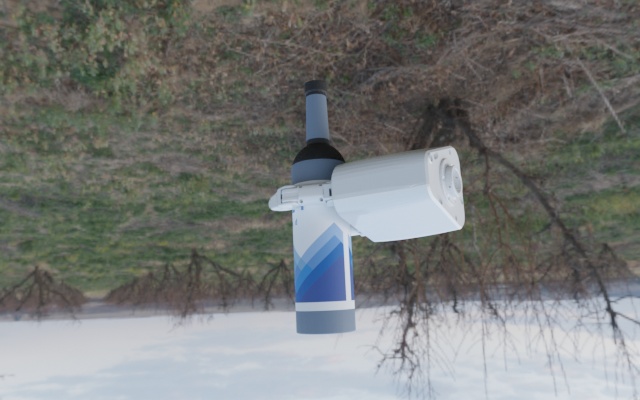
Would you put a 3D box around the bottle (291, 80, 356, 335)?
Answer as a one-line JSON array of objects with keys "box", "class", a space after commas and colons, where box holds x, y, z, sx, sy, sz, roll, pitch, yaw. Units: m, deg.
[{"box": [0.000, 0.002, 0.559, 0.069, 0.295, 0.069, -2, -11, 0], "class": "bottle"}]
